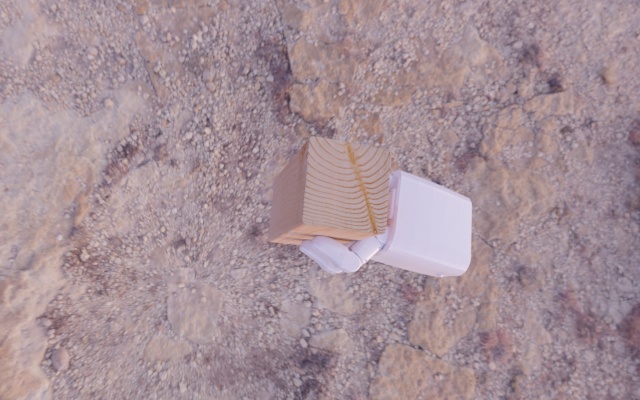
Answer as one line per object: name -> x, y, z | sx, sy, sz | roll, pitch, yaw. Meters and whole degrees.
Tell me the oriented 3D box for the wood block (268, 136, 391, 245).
wood block -> 0.001, 0.002, 0.570 | 0.090, 0.091, 0.206 | 8, -12, -14
